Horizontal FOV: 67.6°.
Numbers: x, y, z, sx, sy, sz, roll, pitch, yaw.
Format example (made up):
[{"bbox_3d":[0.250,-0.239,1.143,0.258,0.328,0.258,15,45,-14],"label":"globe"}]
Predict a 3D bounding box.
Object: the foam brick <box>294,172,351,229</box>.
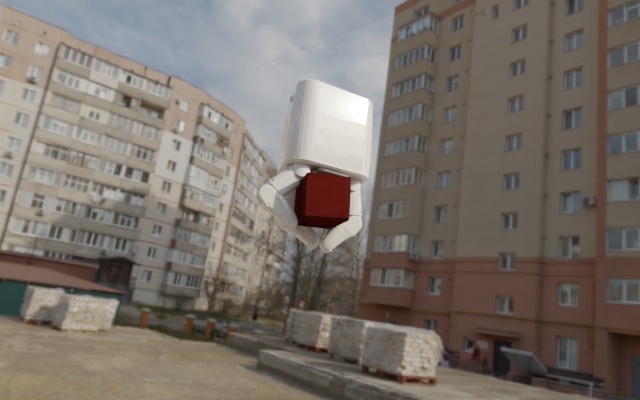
[{"bbox_3d":[0.000,0.002,0.564,0.053,0.051,0.078,7,-12,-12],"label":"foam brick"}]
